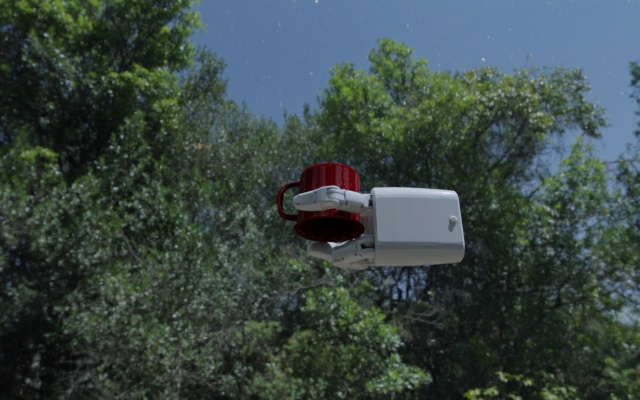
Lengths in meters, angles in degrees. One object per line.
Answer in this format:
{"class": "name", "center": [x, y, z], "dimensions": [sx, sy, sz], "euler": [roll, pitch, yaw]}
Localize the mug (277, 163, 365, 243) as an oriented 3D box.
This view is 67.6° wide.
{"class": "mug", "center": [-0.001, 0.002, 0.638], "dimensions": [0.117, 0.081, 0.093], "euler": [2, -25, -1]}
